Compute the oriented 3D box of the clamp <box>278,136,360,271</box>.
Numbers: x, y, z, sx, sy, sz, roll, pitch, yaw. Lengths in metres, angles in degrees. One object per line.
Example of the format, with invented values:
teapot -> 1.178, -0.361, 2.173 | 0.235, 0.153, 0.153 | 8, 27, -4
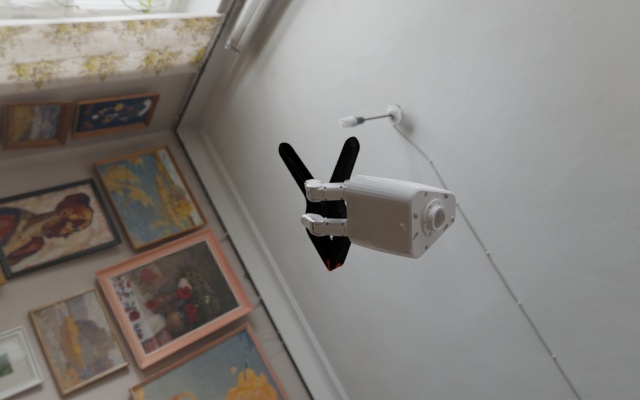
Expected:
clamp -> 0.001, 0.003, 0.729 | 0.036, 0.210, 0.164 | -19, 22, -39
